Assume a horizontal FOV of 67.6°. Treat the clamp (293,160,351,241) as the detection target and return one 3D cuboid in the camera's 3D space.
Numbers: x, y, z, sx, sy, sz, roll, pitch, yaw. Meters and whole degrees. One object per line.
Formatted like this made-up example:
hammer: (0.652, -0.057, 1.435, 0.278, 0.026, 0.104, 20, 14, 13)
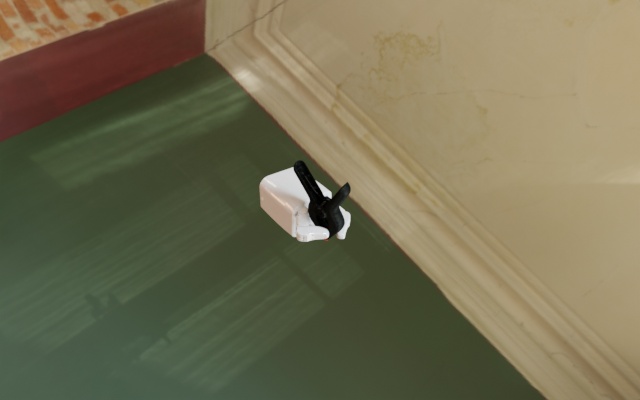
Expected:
clamp: (0.001, 0.003, 0.875, 0.039, 0.172, 0.120, -35, 59, -29)
